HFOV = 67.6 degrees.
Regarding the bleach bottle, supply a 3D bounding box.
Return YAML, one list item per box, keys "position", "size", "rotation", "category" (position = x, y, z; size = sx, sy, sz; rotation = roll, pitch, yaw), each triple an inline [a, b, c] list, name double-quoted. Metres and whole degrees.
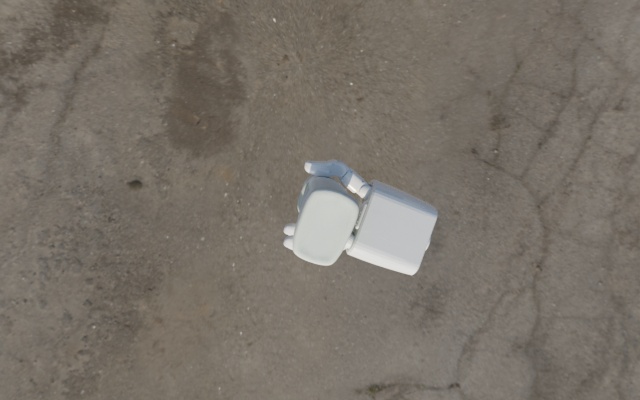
- position: [0.000, 0.002, 0.703]
  size: [0.068, 0.102, 0.250]
  rotation: [20, 14, -8]
  category: "bleach bottle"
